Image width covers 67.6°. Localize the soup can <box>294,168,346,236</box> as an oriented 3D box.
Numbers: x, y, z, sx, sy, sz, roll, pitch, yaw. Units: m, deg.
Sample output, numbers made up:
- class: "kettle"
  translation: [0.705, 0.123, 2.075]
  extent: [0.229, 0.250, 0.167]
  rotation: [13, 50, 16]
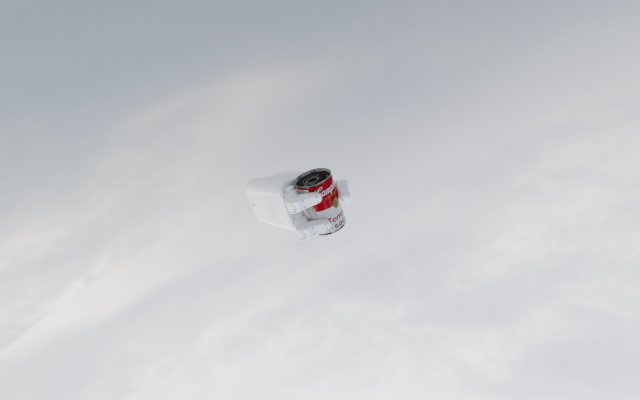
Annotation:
- class: "soup can"
  translation: [0.001, 0.003, 0.848]
  extent: [0.068, 0.102, 0.068]
  rotation: [-15, 26, 7]
